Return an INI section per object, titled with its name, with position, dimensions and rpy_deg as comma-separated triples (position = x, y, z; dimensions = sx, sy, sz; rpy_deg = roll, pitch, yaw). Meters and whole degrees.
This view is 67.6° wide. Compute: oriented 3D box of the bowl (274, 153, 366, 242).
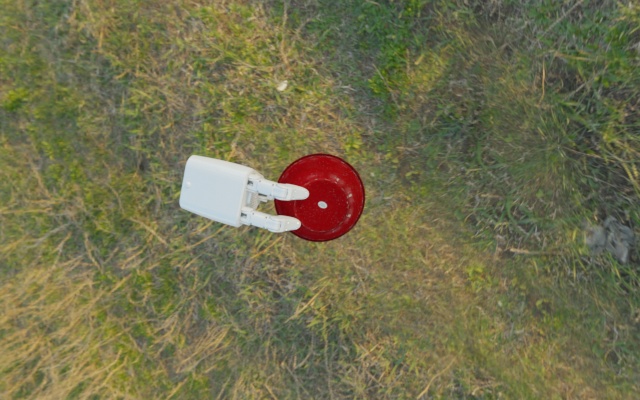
[bowl]
position = 0.001, 0.003, 0.817
dimensions = 0.162, 0.162, 0.055
rpy_deg = 0, 14, -3
